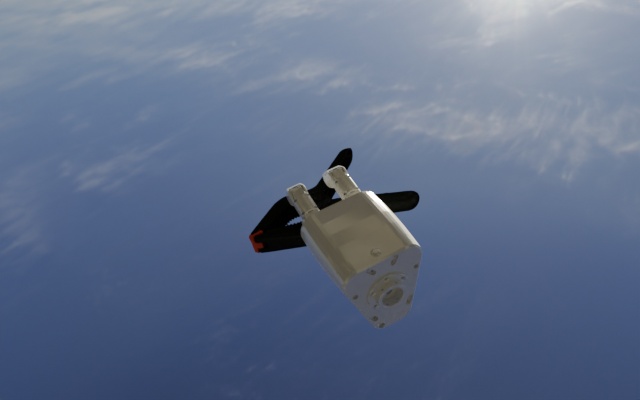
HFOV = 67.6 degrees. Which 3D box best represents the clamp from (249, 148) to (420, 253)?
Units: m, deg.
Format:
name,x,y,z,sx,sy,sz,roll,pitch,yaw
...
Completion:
name,x,y,z,sx,sy,sz,roll,pitch,yaw
clamp,0.000,0.003,0.631,0.210,0.036,0.164,-25,37,-11
